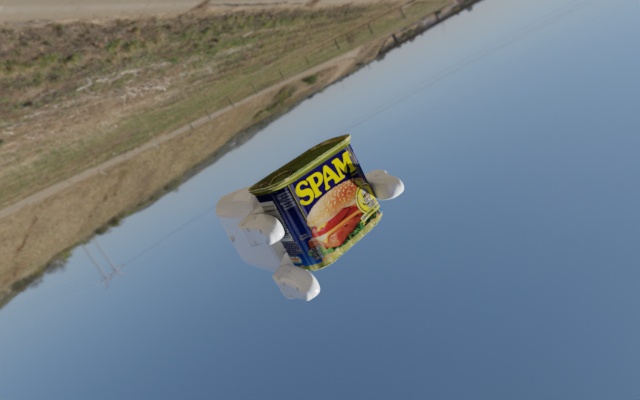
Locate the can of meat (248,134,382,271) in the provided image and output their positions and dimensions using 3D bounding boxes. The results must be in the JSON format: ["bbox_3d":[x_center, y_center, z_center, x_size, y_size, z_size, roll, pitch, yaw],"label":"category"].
[{"bbox_3d":[0.000,0.002,0.428,0.102,0.084,0.057,-36,17,-33],"label":"can of meat"}]
